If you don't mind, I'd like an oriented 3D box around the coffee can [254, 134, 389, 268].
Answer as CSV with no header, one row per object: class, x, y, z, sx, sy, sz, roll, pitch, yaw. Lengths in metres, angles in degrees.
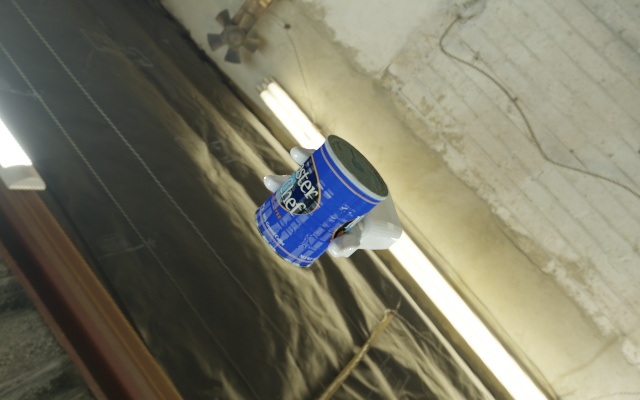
coffee can,0.000,0.002,0.602,0.140,0.102,0.103,-44,-19,21
